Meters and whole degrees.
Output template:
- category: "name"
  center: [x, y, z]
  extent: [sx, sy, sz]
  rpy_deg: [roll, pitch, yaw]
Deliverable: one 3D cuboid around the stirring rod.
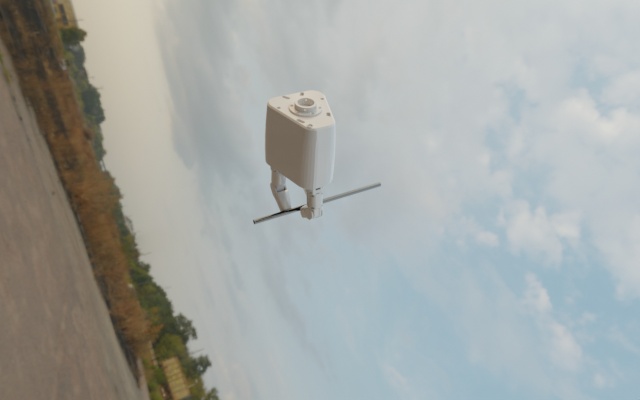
- category: "stirring rod"
  center: [0.000, 0.003, 0.807]
  extent: [0.239, 0.011, 0.011]
  rpy_deg: [-17, 7, -23]
